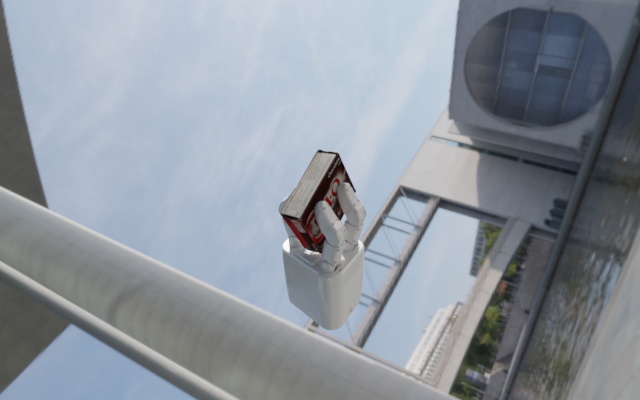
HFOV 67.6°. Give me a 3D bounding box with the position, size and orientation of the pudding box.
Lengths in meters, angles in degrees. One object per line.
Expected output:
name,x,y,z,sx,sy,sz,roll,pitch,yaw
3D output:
pudding box,0.000,0.002,0.649,0.039,0.113,0.090,13,-28,29
